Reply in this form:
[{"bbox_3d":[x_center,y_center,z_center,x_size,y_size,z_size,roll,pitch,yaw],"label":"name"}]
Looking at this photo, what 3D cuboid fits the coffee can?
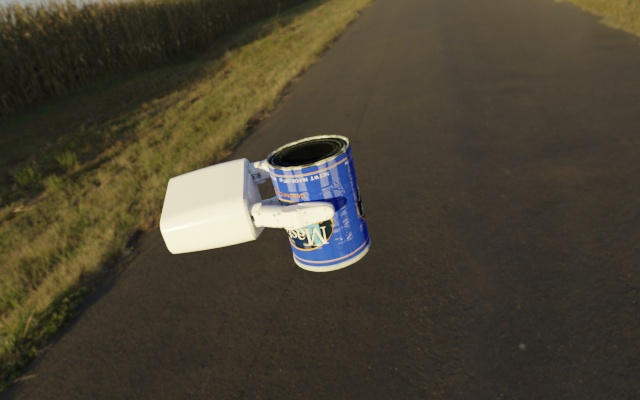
[{"bbox_3d":[0.000,0.002,0.596,0.103,0.140,0.102,-12,24,5],"label":"coffee can"}]
